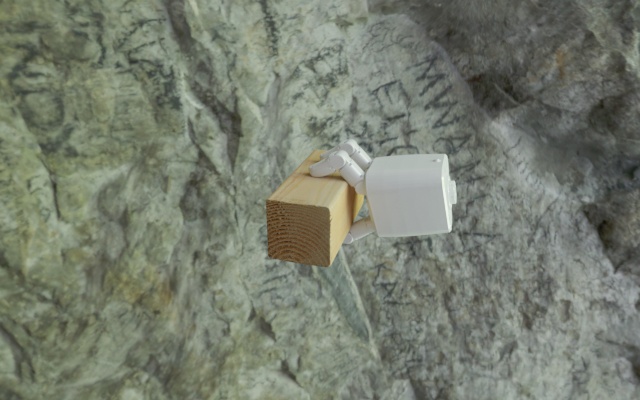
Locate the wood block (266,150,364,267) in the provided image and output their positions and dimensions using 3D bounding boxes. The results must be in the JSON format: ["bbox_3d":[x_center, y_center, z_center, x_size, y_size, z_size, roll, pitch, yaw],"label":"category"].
[{"bbox_3d":[0.001,0.003,0.706,0.090,0.091,0.206,7,26,16],"label":"wood block"}]
